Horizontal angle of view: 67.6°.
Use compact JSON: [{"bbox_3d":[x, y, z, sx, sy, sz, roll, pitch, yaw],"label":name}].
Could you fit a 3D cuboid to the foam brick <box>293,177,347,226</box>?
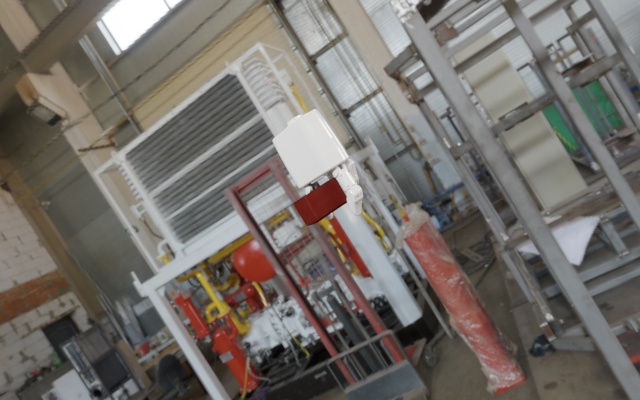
[{"bbox_3d":[0.000,0.003,0.858,0.078,0.051,0.053,-33,4,-27],"label":"foam brick"}]
